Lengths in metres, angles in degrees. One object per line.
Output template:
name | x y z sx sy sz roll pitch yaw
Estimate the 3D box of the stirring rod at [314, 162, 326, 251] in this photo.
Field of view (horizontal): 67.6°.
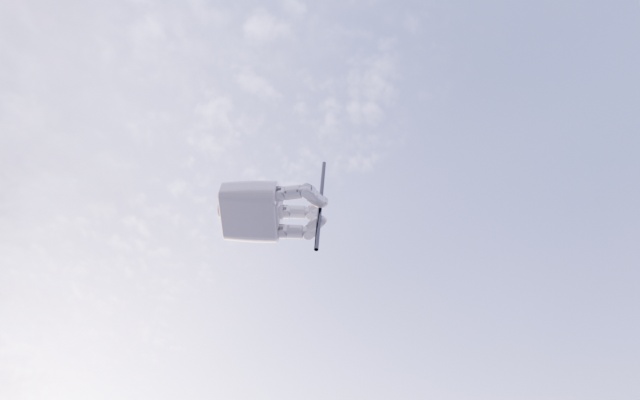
stirring rod | 0.000 0.003 0.894 0.011 0.011 0.239 0 42 5
